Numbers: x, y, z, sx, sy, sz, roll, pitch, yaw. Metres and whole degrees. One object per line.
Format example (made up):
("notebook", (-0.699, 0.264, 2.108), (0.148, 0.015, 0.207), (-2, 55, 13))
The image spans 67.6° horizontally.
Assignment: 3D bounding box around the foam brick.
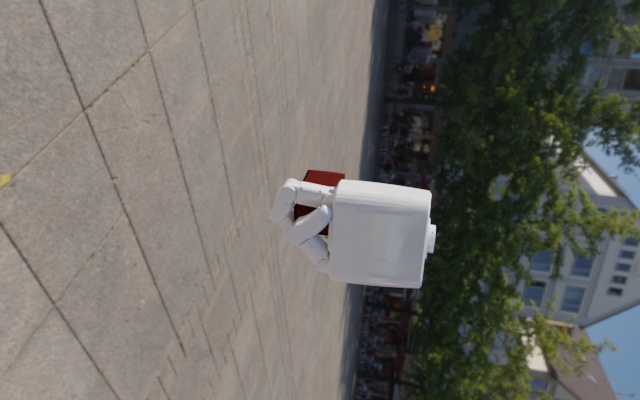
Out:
("foam brick", (0.000, 0.002, 0.611), (0.051, 0.053, 0.078), (5, 31, 11))
